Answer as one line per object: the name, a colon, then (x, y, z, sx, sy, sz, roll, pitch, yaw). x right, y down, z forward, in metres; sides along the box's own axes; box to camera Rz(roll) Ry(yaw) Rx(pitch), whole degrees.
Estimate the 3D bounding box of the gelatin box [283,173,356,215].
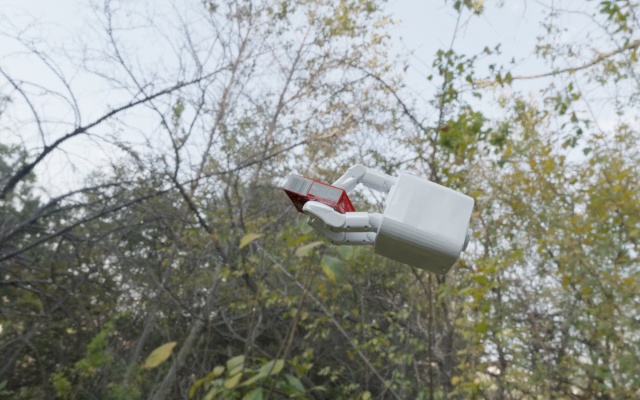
gelatin box: (0.000, 0.002, 0.670, 0.089, 0.030, 0.073, 18, -20, 24)
